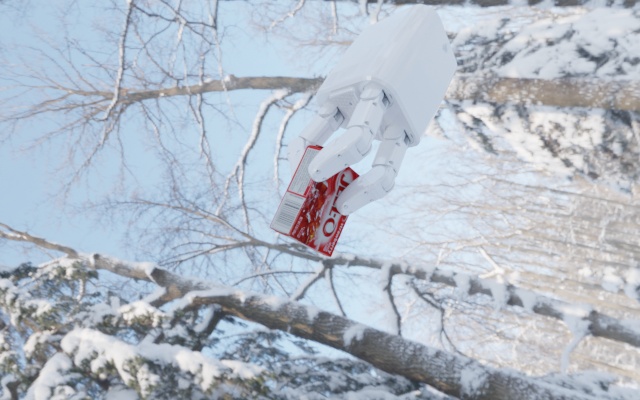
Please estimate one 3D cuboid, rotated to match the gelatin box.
[{"bbox_3d":[0.000,0.002,0.460,0.030,0.089,0.073,19,-9,38],"label":"gelatin box"}]
